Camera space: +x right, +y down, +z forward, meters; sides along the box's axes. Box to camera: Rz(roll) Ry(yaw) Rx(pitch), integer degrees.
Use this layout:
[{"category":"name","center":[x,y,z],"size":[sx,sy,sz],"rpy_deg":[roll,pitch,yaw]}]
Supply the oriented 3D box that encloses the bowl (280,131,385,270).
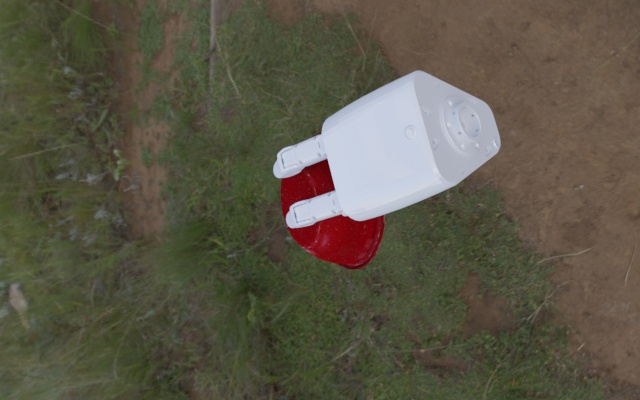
[{"category":"bowl","center":[-0.001,0.002,0.523],"size":[0.055,0.162,0.162],"rpy_deg":[-10,5,-29]}]
